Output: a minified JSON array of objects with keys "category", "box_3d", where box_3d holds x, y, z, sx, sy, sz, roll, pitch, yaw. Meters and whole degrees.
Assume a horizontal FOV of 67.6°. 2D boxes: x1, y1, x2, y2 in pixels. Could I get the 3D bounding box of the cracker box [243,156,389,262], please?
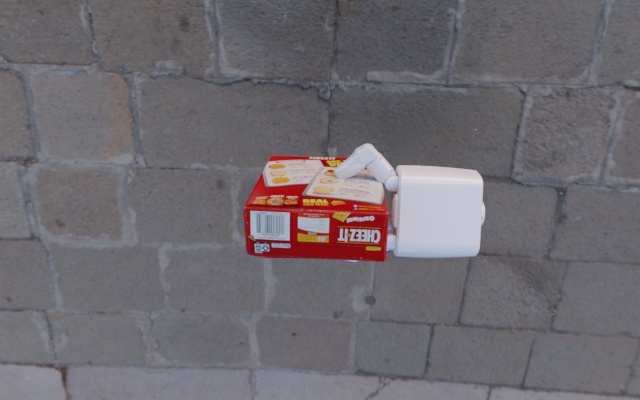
[{"category":"cracker box","box_3d":[0.000,0.002,0.633,0.164,0.072,0.213,2,21,2]}]
